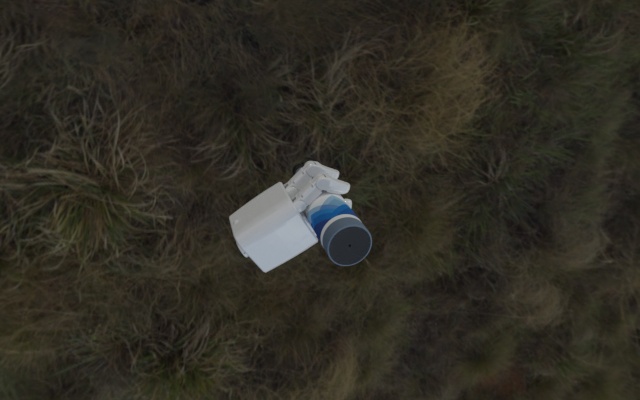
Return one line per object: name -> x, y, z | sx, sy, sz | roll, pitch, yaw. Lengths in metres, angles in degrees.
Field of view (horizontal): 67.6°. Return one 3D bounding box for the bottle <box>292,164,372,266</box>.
bottle -> 0.000, 0.003, 0.792 | 0.069, 0.069, 0.295 | 0, 24, -18
